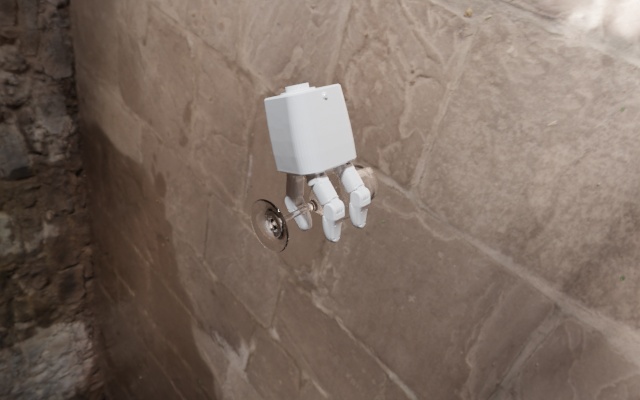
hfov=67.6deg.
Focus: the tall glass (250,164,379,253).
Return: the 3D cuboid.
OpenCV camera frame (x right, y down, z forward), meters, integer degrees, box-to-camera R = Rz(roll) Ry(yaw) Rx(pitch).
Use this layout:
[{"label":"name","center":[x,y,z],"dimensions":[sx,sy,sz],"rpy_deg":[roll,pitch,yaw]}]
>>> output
[{"label":"tall glass","center":[0.000,0.003,0.688],"dimensions":[0.079,0.079,0.201],"rpy_deg":[0,18,46]}]
